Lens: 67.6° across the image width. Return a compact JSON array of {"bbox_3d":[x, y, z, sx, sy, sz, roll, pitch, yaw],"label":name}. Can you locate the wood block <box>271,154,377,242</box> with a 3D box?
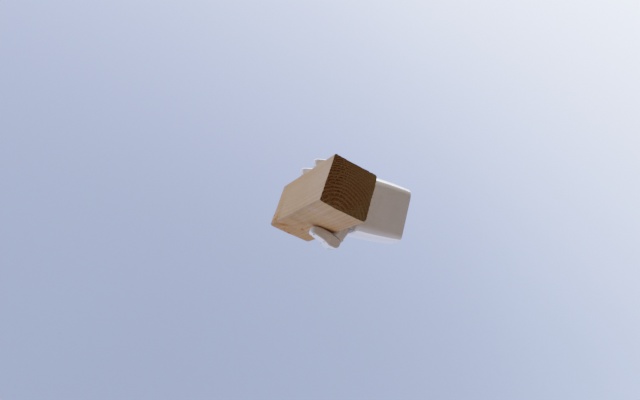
[{"bbox_3d":[0.000,0.003,0.861,0.090,0.090,0.206,26,-25,-20],"label":"wood block"}]
